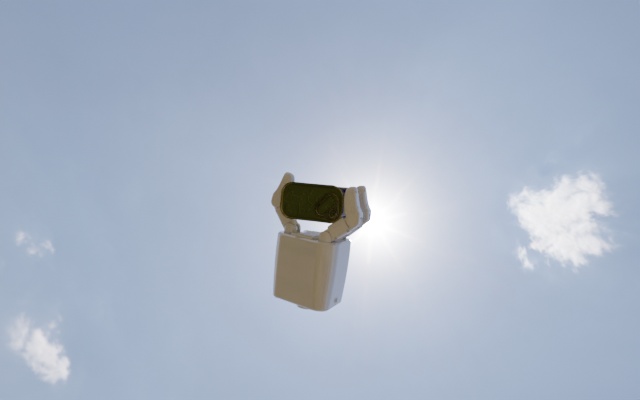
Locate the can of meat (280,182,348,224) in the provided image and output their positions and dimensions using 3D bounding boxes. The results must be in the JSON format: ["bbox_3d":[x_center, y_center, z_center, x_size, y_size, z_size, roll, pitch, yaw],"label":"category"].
[{"bbox_3d":[0.000,0.002,0.758,0.102,0.057,0.084,6,2,21],"label":"can of meat"}]
